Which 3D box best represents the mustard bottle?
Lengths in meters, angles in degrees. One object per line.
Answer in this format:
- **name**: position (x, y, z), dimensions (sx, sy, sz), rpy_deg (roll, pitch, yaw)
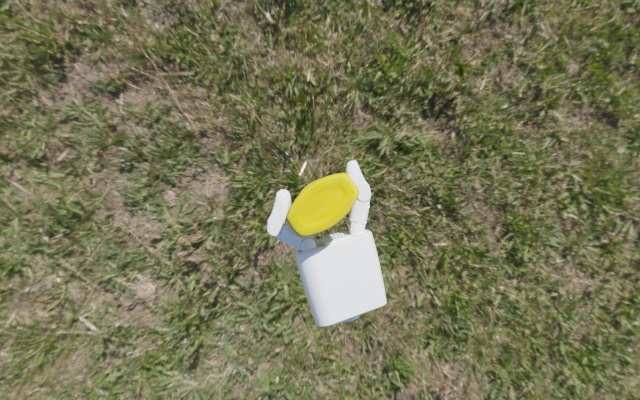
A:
- **mustard bottle**: position (0.000, 0.002, 0.672), dimensions (0.096, 0.058, 0.191), rpy_deg (-39, 3, 0)
